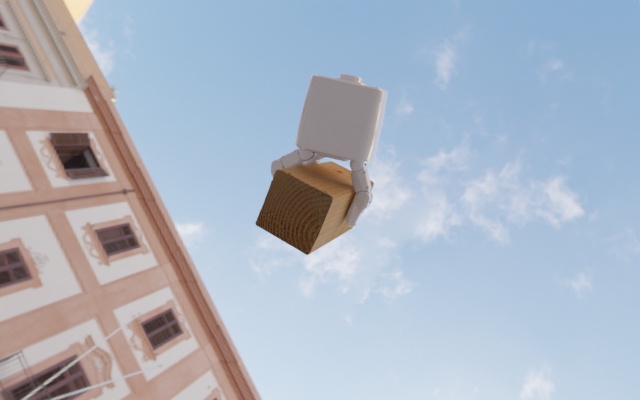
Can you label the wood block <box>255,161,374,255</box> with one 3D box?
[{"bbox_3d":[0.001,0.002,0.727,0.091,0.090,0.206,28,17,16],"label":"wood block"}]
